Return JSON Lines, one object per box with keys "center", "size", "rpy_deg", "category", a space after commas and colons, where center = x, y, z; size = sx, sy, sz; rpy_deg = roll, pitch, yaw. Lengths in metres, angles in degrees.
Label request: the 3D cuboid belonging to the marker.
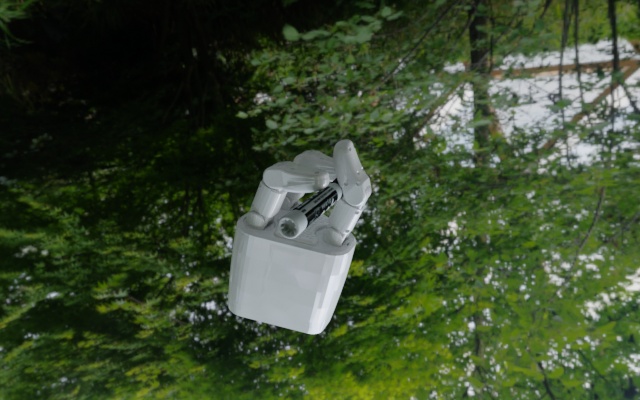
{"center": [0.000, 0.001, 0.413], "size": [0.020, 0.020, 0.121], "rpy_deg": [0, 19, 26], "category": "marker"}
